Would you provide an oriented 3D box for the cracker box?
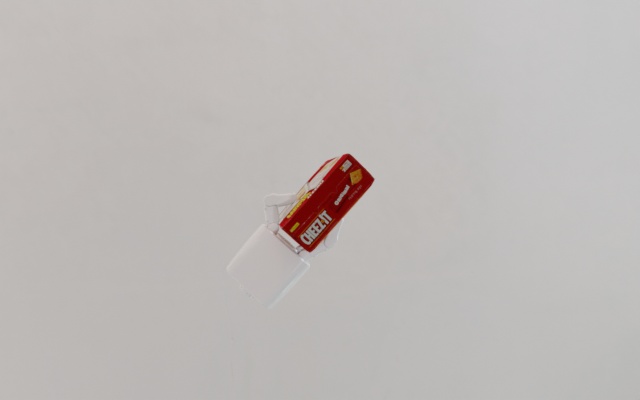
[{"bbox_3d":[0.000,0.003,0.863,0.072,0.164,0.213,42,-4,-8],"label":"cracker box"}]
